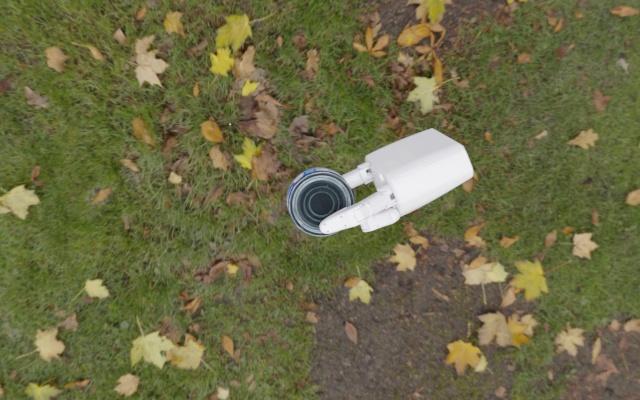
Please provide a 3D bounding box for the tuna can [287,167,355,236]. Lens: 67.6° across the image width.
[{"bbox_3d":[0.000,0.002,0.610,0.086,0.086,0.033,0,11,-6],"label":"tuna can"}]
